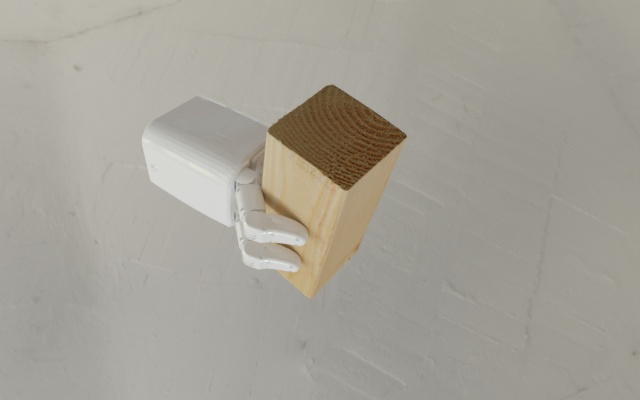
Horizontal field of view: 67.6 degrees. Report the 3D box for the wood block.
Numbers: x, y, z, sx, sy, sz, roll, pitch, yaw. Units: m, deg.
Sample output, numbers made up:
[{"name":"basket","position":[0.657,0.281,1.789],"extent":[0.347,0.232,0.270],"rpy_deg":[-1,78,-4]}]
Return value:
[{"name":"wood block","position":[0.000,0.001,0.484],"extent":[0.090,0.090,0.206],"rpy_deg":[-43,-18,-31]}]
